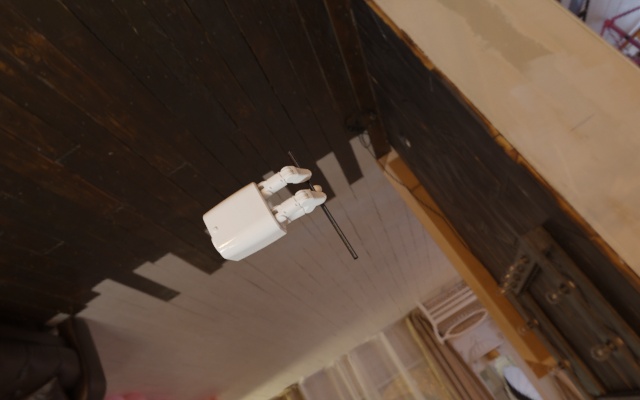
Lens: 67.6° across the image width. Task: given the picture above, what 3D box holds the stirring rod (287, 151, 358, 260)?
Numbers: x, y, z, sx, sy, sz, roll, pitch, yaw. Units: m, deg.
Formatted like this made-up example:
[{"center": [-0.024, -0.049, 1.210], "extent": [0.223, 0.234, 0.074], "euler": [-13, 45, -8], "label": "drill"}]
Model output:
[{"center": [0.000, 0.003, 0.822], "extent": [0.011, 0.239, 0.011], "euler": [-25, -28, -14], "label": "stirring rod"}]
